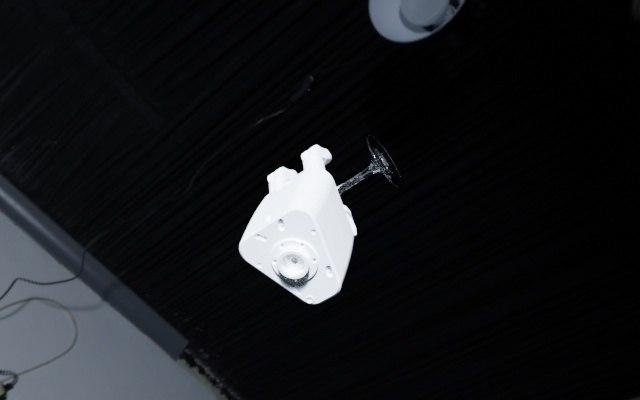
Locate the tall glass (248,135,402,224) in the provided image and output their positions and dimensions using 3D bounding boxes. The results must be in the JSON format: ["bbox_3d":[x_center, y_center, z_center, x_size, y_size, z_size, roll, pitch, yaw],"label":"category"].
[{"bbox_3d":[0.001,0.002,0.615,0.201,0.079,0.079,-32,-13,21],"label":"tall glass"}]
